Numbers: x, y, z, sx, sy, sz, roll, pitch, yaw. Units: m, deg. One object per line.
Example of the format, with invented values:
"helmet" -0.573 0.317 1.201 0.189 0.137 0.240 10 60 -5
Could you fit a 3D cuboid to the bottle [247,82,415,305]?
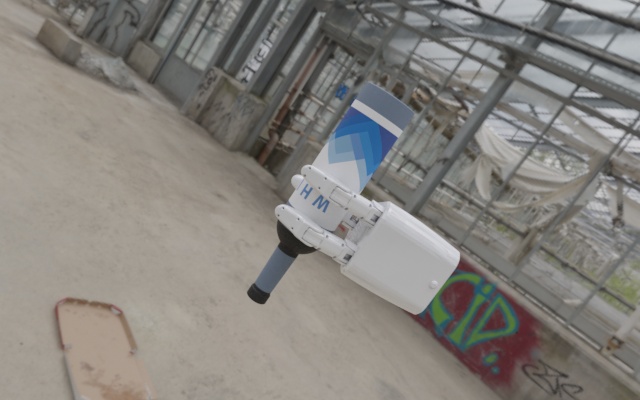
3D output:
"bottle" 0.000 0.002 0.575 0.069 0.296 0.069 33 10 -6
